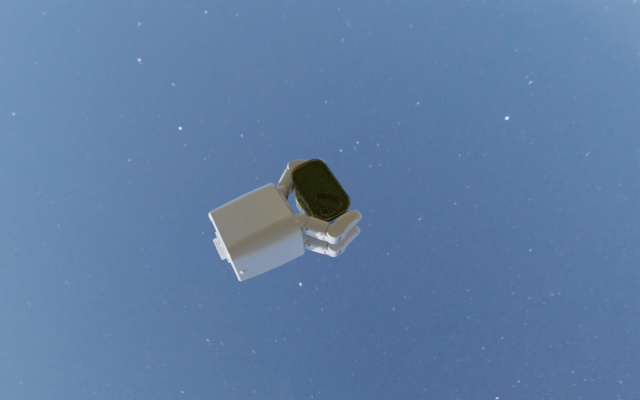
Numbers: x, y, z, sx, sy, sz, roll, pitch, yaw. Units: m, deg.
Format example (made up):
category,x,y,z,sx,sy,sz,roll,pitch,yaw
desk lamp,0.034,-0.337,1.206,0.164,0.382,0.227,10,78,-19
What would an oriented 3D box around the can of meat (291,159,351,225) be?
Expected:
category,x,y,z,sx,sy,sz,roll,pitch,yaw
can of meat,0.000,0.002,0.727,0.057,0.102,0.084,-27,-26,-14
